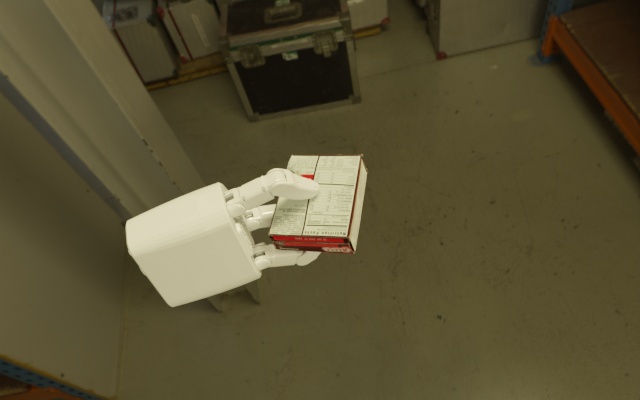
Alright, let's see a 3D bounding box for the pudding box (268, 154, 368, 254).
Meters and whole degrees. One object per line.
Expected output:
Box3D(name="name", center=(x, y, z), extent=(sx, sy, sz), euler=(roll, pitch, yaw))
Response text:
Box3D(name="pudding box", center=(0.000, 0.002, 0.528), extent=(0.090, 0.113, 0.039), euler=(2, -32, 16))
